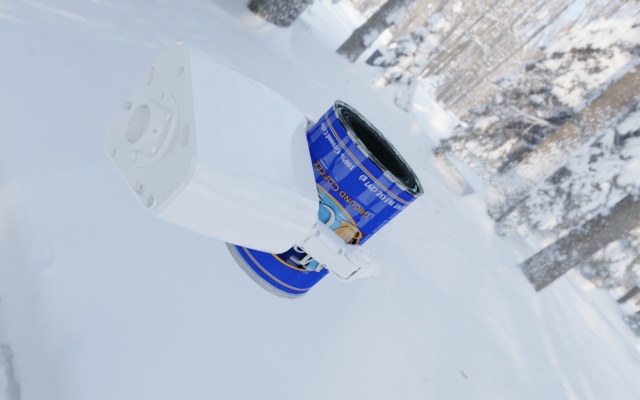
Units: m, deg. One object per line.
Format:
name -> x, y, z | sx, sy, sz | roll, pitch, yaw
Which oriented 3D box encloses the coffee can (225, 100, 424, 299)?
coffee can -> 0.000, 0.002, 0.405 | 0.140, 0.102, 0.103 | -43, -17, 19
